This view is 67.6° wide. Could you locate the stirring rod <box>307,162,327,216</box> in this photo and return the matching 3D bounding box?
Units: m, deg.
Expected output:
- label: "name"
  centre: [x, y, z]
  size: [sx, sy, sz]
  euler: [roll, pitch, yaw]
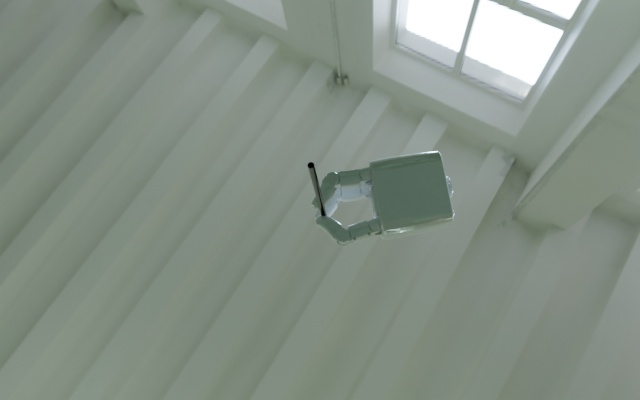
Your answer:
- label: "stirring rod"
  centre: [0.000, 0.002, 0.661]
  size: [0.011, 0.011, 0.240]
  euler: [0, -21, 6]
